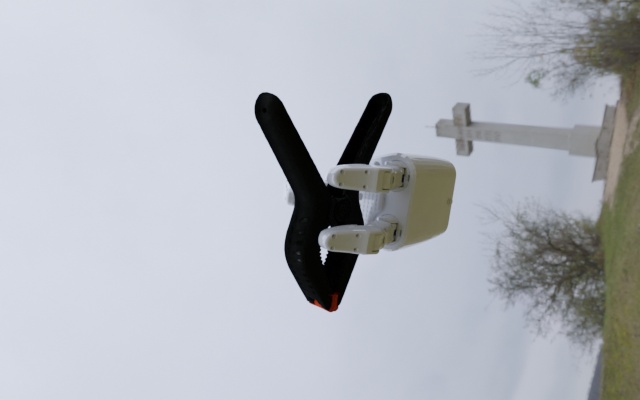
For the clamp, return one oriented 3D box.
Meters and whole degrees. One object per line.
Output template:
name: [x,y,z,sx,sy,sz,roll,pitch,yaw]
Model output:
clamp: [0.000,0.002,0.426,0.036,0.210,0.164,15,13,41]
